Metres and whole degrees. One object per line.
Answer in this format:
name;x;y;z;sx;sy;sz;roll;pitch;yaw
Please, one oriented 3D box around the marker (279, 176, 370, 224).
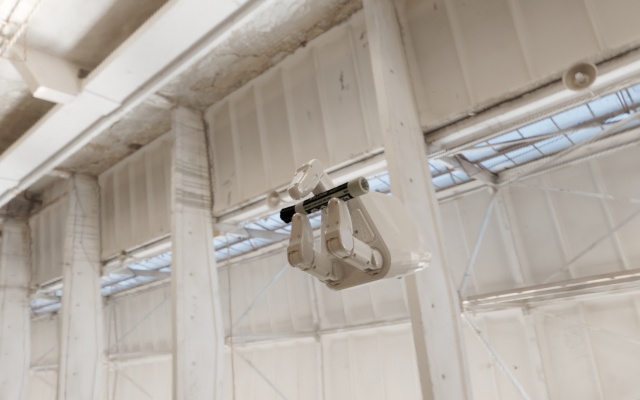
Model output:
marker;0.000;0.002;0.520;0.121;0.020;0.020;-22;-14;37
